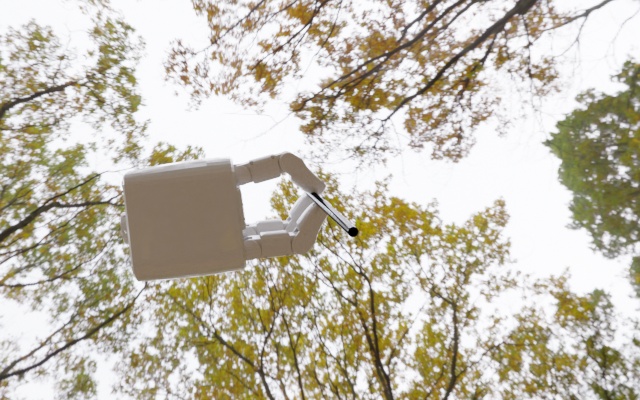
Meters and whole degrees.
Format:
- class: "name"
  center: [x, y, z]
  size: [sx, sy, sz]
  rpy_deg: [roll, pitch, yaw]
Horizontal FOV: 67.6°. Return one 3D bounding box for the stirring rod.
- class: "stirring rod"
  center: [0.000, 0.001, 0.464]
  size: [0.011, 0.011, 0.239]
  rpy_deg: [0, 10, -12]
